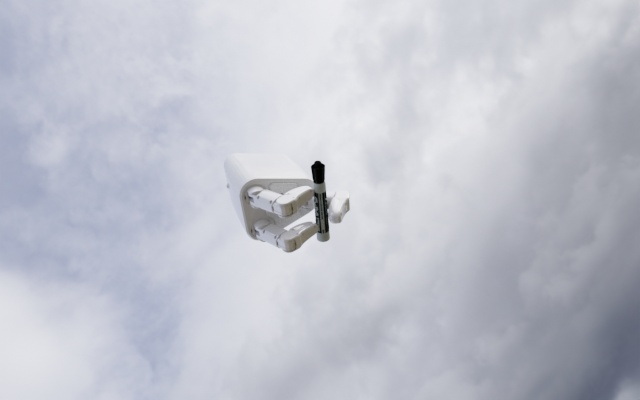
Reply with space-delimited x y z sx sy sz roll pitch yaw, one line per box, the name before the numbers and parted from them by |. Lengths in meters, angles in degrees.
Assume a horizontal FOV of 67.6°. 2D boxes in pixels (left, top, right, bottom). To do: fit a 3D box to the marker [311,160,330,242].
marker | 0.000 0.002 0.641 0.020 0.121 0.020 -3 31 2
